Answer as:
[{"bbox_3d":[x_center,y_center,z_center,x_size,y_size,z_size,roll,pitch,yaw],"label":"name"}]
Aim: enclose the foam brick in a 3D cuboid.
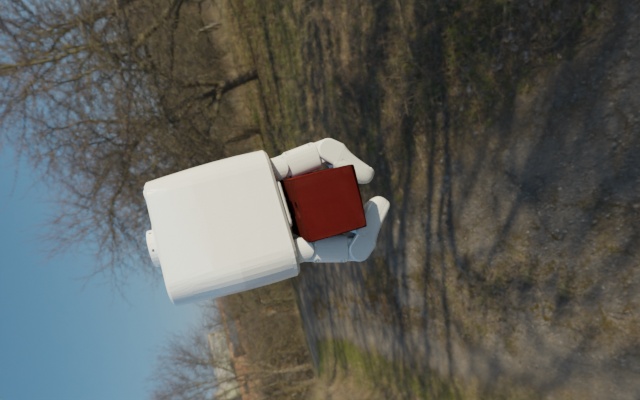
[{"bbox_3d":[0.000,0.001,0.408,0.051,0.053,0.078,-14,4,-12],"label":"foam brick"}]
